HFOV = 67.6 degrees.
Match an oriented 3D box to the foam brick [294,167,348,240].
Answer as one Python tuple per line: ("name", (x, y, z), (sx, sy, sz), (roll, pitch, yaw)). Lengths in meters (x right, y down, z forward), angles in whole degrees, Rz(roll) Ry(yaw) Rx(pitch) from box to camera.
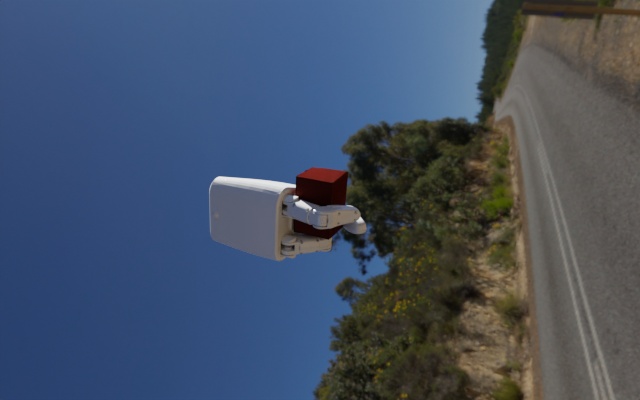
("foam brick", (0.000, 0.002, 0.610), (0.051, 0.078, 0.053), (12, 22, 22))
